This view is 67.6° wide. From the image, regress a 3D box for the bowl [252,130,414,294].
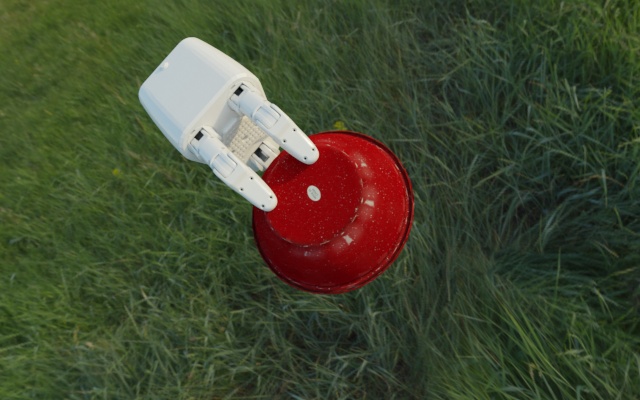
[{"bbox_3d":[0.001,0.002,0.432,0.162,0.162,0.055,0,-15,19],"label":"bowl"}]
